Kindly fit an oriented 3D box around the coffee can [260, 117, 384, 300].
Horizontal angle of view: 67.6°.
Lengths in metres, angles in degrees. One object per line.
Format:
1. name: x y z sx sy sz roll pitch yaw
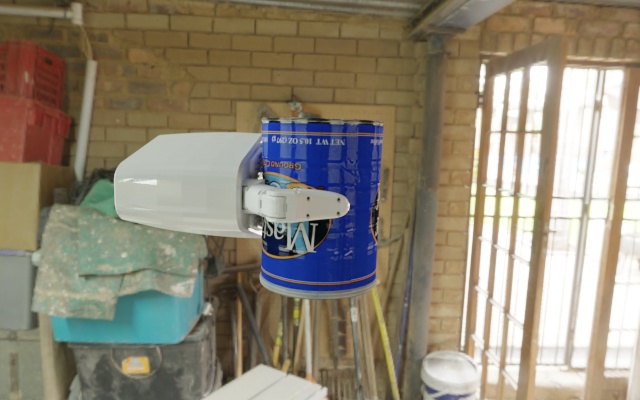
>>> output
1. coffee can: 0.000 0.002 0.411 0.103 0.140 0.103 2 8 0
